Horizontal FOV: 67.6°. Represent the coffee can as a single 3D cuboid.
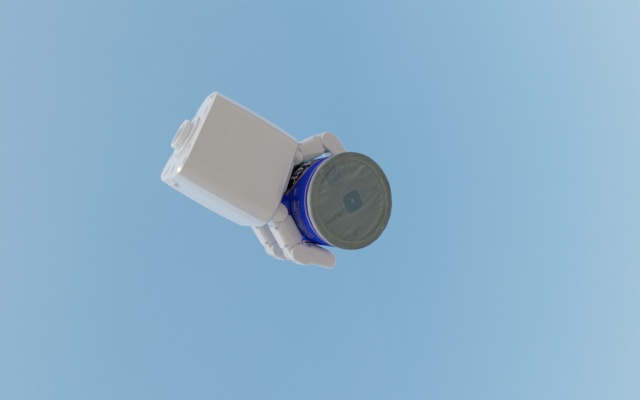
[{"bbox_3d":[0.000,0.002,0.556,0.103,0.103,0.140,0,-1,-29],"label":"coffee can"}]
